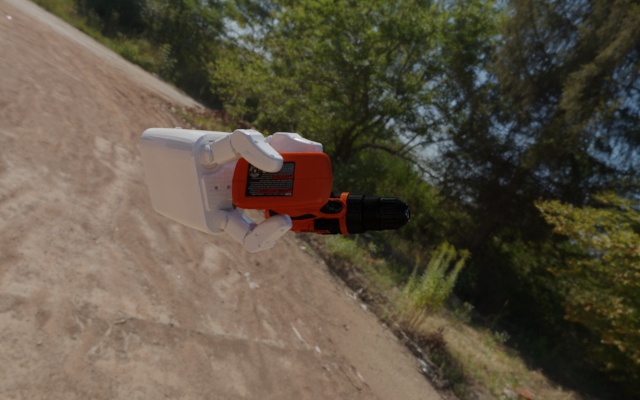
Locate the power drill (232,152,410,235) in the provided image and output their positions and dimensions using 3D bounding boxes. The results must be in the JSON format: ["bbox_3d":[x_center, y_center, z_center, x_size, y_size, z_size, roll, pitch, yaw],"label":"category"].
[{"bbox_3d":[0.000,0.002,0.535,0.184,0.057,0.188,-2,-15,16],"label":"power drill"}]
